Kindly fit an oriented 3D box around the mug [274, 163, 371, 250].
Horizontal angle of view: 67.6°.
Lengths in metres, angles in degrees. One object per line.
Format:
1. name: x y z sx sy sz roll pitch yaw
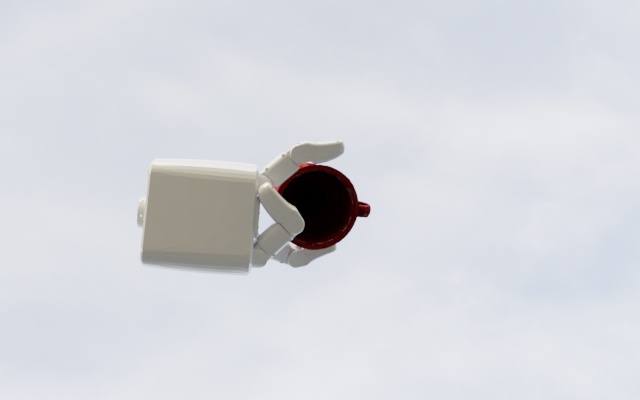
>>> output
1. mug: 0.001 0.002 0.550 0.117 0.093 0.081 5 10 -12
